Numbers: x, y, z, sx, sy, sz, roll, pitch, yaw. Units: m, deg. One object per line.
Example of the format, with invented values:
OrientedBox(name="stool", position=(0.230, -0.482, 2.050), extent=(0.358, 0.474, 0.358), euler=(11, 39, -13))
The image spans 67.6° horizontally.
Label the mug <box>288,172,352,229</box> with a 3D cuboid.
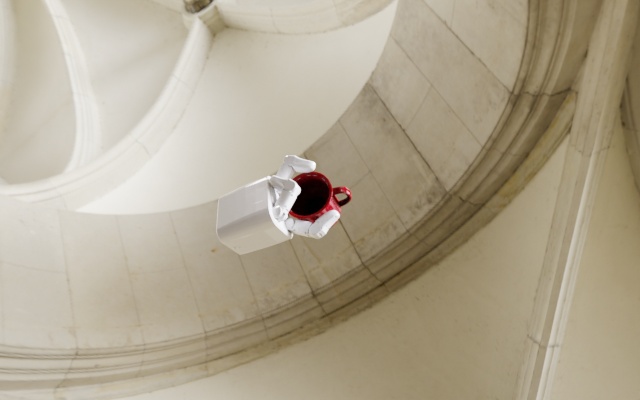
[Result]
OrientedBox(name="mug", position=(0.002, 0.002, 0.871), extent=(0.117, 0.093, 0.081), euler=(-18, -30, 11))
